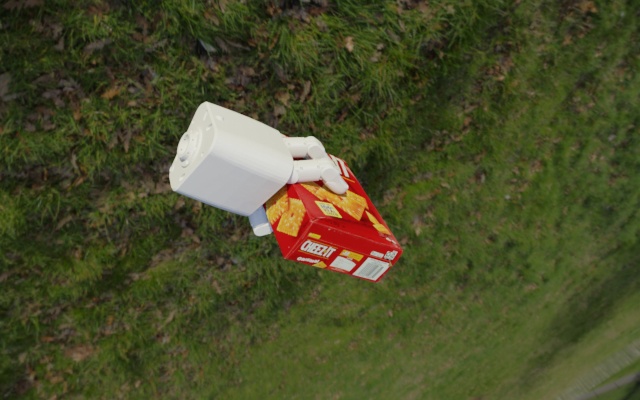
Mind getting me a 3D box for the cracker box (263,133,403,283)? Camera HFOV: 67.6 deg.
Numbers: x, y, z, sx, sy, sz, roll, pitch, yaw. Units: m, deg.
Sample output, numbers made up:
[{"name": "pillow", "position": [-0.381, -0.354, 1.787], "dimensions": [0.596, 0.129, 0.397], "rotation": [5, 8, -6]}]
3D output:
[{"name": "cracker box", "position": [0.000, 0.002, 0.665], "dimensions": [0.164, 0.072, 0.213], "rotation": [20, 28, -37]}]
